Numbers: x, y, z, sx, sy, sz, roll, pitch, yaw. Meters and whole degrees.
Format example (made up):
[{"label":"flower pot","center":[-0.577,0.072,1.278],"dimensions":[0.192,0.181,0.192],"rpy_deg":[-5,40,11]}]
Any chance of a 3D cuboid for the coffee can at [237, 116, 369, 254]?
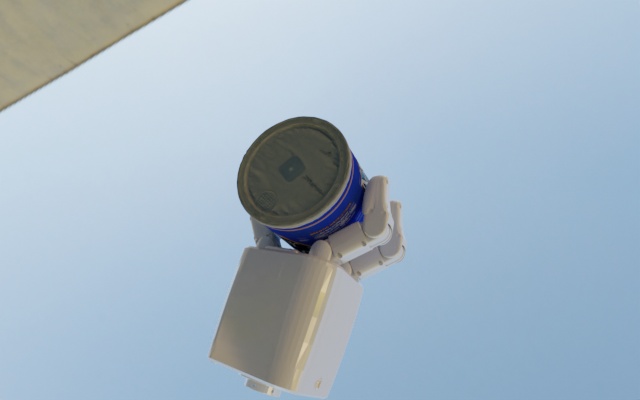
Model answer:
[{"label":"coffee can","center":[0.000,0.001,0.452],"dimensions":[0.103,0.102,0.140],"rpy_deg":[0,-24,23]}]
